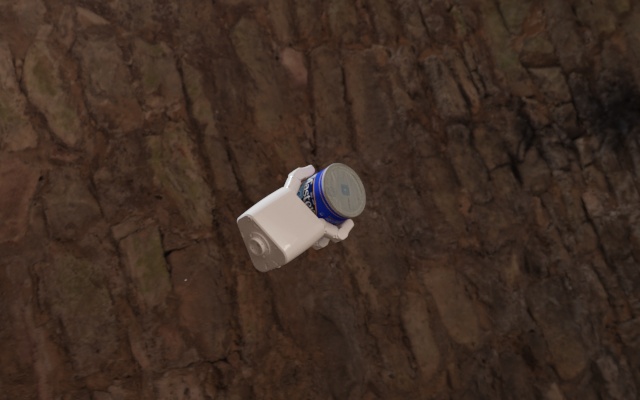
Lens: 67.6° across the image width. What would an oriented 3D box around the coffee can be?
[{"bbox_3d":[0.000,0.003,0.899,0.103,0.102,0.140,0,-19,-43],"label":"coffee can"}]
